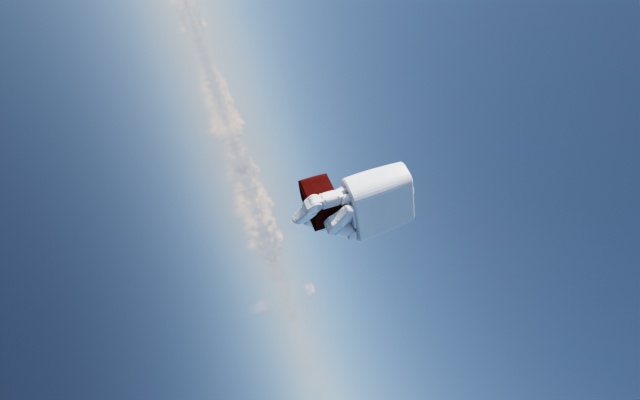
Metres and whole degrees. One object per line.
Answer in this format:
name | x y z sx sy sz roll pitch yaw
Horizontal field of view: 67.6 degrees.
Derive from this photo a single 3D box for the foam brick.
foam brick | 0.000 0.002 0.809 0.051 0.078 0.053 -19 -33 -9
